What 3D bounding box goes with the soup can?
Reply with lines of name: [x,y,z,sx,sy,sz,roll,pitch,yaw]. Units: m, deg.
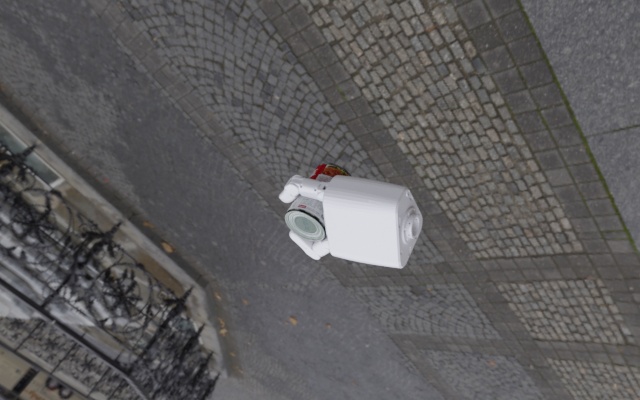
soup can: [0.000,0.002,0.705,0.068,0.102,0.069,21,-36,16]
